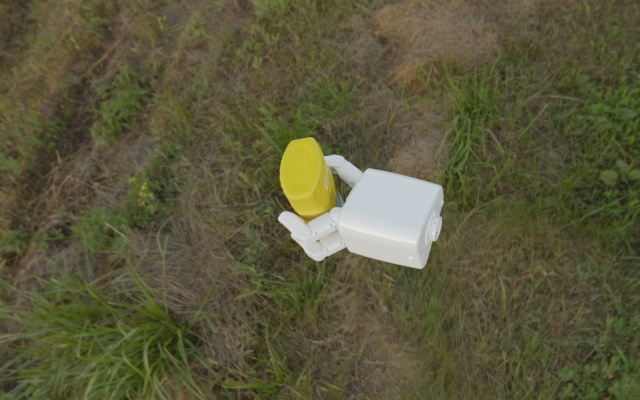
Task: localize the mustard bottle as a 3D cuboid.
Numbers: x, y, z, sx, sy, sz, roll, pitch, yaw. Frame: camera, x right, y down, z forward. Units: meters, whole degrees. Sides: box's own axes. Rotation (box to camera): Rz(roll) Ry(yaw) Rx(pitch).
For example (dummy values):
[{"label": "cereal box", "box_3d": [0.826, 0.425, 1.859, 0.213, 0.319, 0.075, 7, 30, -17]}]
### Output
[{"label": "mustard bottle", "box_3d": [0.000, 0.002, 0.682, 0.058, 0.096, 0.192, -9, -32, 13]}]
